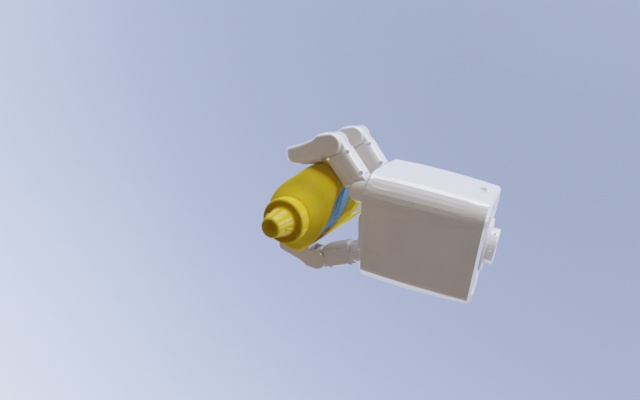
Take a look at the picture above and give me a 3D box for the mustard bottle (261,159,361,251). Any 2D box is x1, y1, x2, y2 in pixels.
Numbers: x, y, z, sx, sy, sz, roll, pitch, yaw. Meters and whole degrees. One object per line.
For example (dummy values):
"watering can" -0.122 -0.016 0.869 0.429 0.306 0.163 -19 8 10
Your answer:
"mustard bottle" 0.000 0.001 0.481 0.058 0.096 0.191 39 27 12
